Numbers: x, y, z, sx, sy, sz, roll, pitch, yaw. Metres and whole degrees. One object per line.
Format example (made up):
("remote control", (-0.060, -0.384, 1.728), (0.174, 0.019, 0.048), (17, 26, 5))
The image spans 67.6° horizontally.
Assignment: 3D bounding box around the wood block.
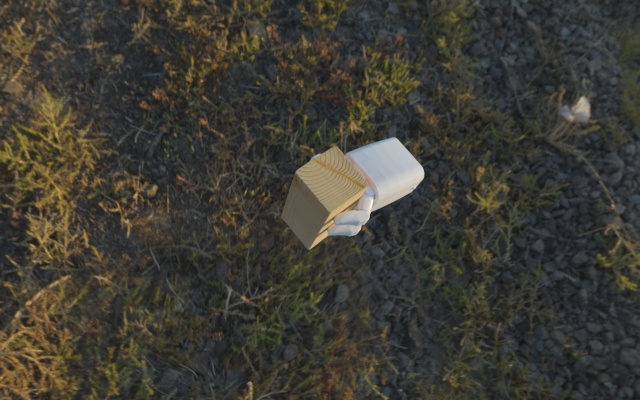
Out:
("wood block", (0.000, 0.002, 0.862), (0.090, 0.091, 0.206), (-35, -12, -22))
